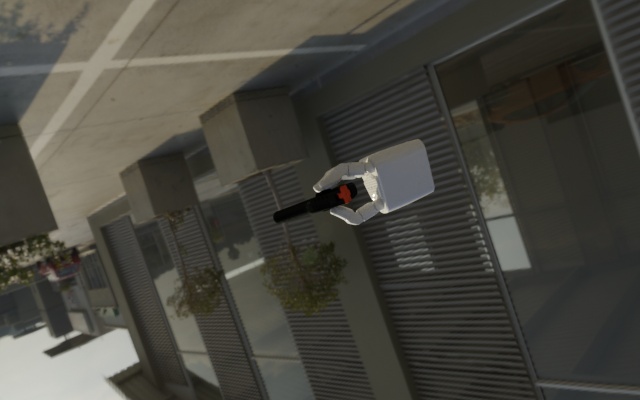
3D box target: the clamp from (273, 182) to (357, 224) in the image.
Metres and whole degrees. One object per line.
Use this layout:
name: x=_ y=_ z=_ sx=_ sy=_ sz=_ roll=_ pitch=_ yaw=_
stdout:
clamp: x=0.001 y=0.003 z=0.859 sx=0.164 sy=0.036 sz=0.210 roll=-24 pitch=3 yaw=-12
